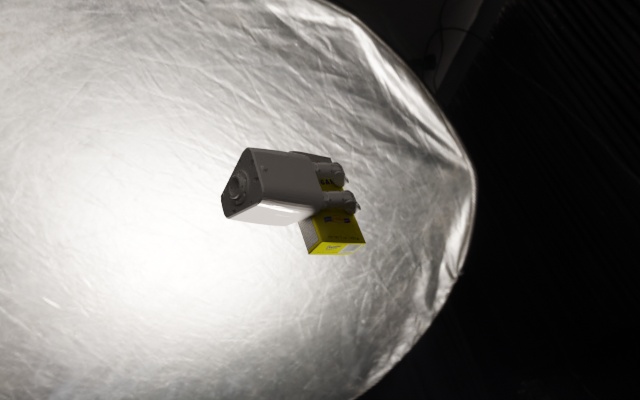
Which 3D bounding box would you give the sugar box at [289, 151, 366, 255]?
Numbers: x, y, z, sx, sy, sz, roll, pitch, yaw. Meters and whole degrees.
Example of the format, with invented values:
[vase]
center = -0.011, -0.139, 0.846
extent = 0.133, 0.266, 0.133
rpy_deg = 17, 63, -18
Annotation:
[sugar box]
center = 0.000, 0.002, 0.767
extent = 0.093, 0.176, 0.048
rpy_deg = 6, -36, -40
